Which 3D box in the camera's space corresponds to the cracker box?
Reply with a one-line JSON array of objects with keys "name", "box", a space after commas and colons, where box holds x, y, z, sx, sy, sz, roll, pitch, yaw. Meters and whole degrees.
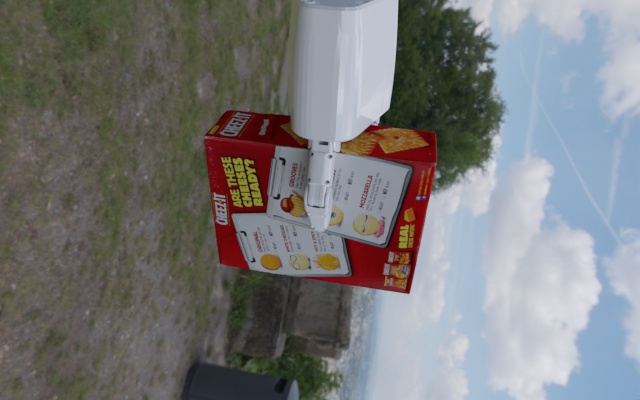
[{"name": "cracker box", "box": [0.000, 0.002, 0.496, 0.213, 0.164, 0.072, 8, 35, 8]}]
